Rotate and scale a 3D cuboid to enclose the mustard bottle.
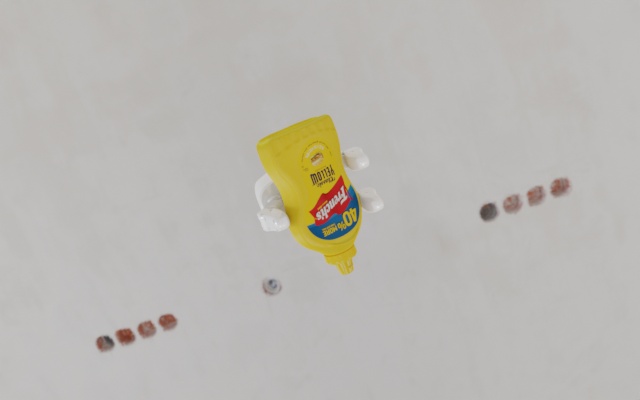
[{"bbox_3d":[0.000,0.002,0.571,0.096,0.192,0.058,-29,17,-32],"label":"mustard bottle"}]
